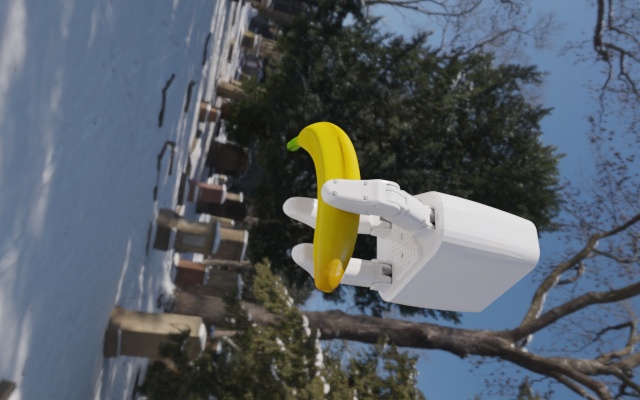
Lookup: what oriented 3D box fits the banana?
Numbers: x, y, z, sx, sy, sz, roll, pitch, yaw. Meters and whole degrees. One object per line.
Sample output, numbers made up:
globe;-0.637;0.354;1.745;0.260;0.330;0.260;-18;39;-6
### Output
banana;0.008;-0.014;0.417;0.037;0.070;0.197;15;36;-22
